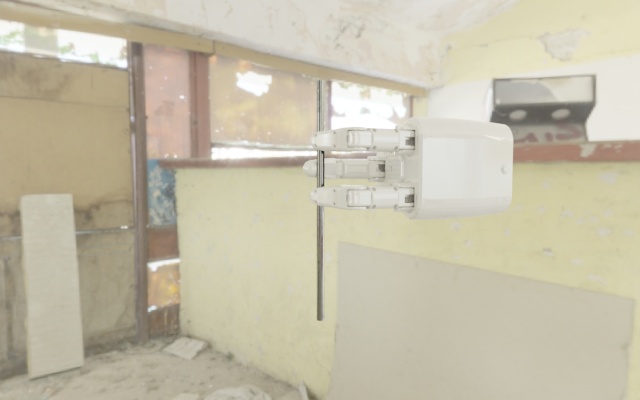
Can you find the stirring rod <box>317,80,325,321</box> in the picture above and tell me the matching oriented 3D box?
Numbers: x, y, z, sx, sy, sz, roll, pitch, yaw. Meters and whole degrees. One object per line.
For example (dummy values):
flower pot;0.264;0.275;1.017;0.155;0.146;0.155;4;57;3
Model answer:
stirring rod;0.000;0.002;0.479;0.011;0.239;0.011;0;4;0
